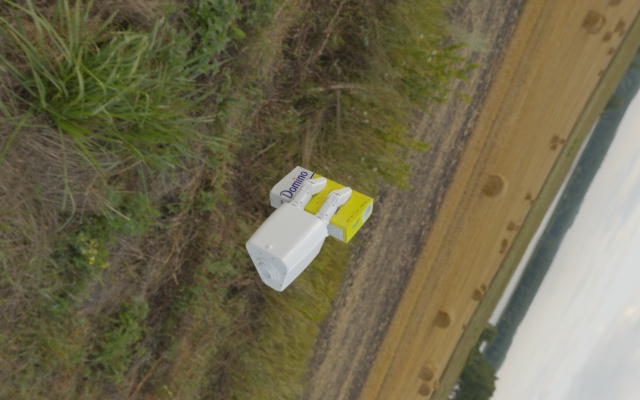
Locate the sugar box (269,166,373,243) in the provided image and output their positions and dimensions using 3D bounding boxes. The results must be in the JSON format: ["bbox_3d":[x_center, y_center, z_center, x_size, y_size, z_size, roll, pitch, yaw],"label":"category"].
[{"bbox_3d":[0.000,0.003,0.892,0.176,0.048,0.093,26,51,24],"label":"sugar box"}]
